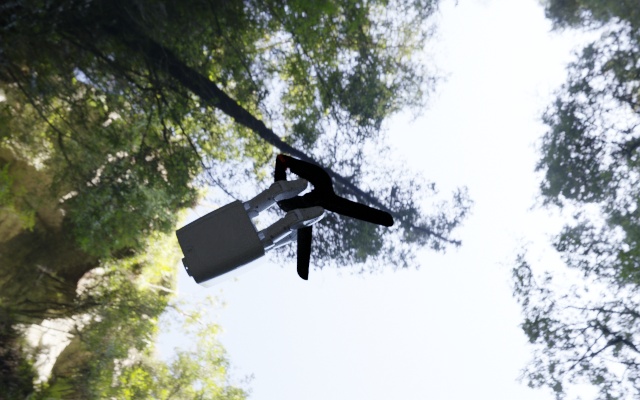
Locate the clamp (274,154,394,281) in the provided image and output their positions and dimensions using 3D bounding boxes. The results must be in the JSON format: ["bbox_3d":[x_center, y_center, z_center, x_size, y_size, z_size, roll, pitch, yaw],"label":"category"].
[{"bbox_3d":[0.000,0.003,0.734,0.164,0.210,0.036,-24,-29,-12],"label":"clamp"}]
